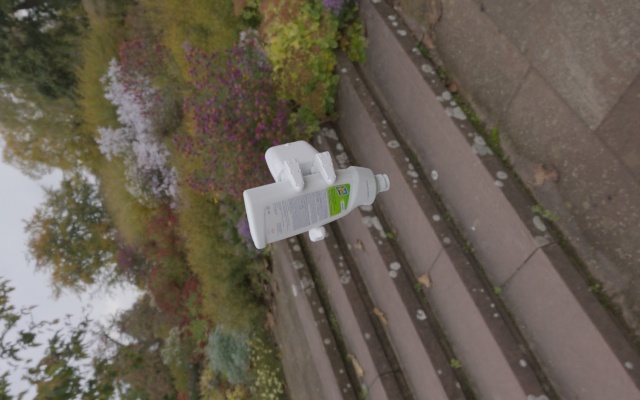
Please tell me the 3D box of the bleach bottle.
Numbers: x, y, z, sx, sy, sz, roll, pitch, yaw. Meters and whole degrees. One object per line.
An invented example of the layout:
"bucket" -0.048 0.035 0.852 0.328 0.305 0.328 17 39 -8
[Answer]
"bleach bottle" 0.000 0.003 0.826 0.251 0.103 0.068 -14 31 -14
